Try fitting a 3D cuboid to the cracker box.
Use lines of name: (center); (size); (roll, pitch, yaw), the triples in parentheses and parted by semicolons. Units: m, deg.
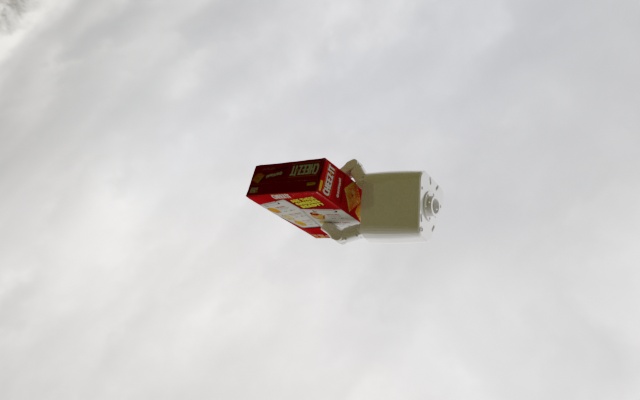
cracker box: (0.000, 0.003, 0.867); (0.164, 0.072, 0.214); (-3, -26, 38)
